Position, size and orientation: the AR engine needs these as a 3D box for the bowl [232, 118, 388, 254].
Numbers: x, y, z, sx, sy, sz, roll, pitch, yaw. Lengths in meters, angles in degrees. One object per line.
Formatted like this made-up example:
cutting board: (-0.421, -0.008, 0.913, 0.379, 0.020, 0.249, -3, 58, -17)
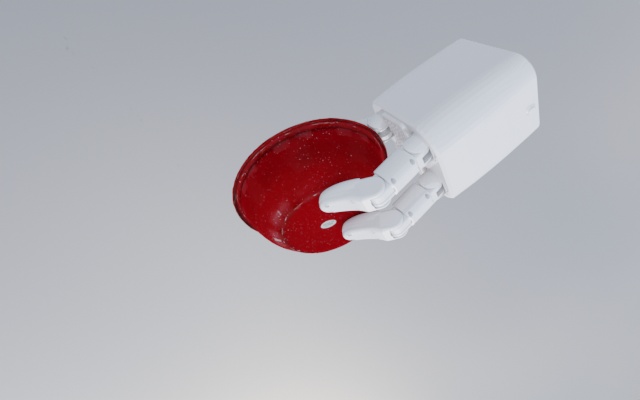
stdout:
bowl: (-0.001, 0.003, 0.460, 0.162, 0.055, 0.162, -14, -40, -12)
